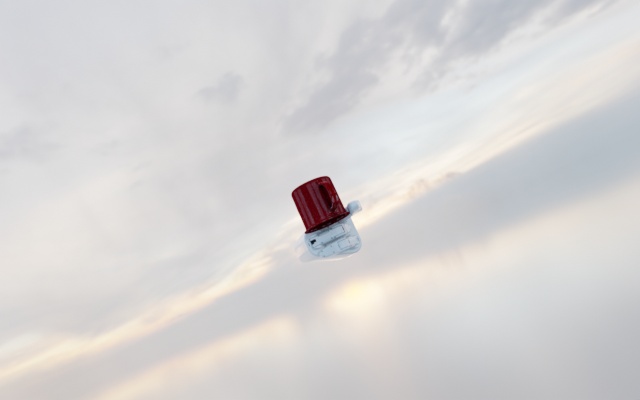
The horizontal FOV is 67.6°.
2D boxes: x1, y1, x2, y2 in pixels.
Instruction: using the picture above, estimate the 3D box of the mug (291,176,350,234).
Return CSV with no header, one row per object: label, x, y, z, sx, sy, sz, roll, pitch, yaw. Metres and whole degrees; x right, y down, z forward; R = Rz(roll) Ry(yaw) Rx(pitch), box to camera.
mug,0.000,0.002,0.877,0.093,0.081,0.117,-20,-10,-24
